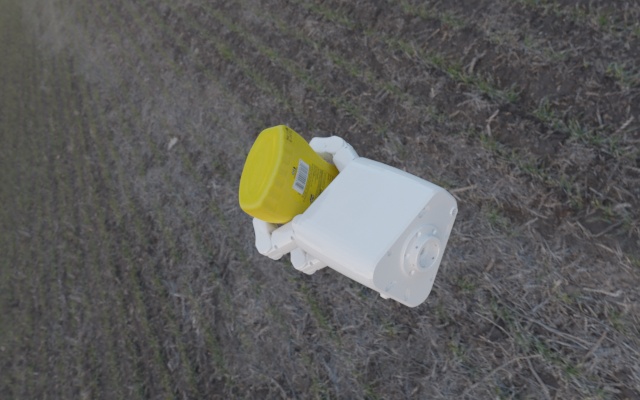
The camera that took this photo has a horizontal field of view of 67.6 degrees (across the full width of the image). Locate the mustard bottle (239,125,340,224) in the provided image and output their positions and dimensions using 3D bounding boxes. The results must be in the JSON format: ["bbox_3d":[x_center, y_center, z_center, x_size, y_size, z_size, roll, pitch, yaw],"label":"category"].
[{"bbox_3d":[0.000,0.002,0.537,0.058,0.096,0.192,-7,-28,41],"label":"mustard bottle"}]
